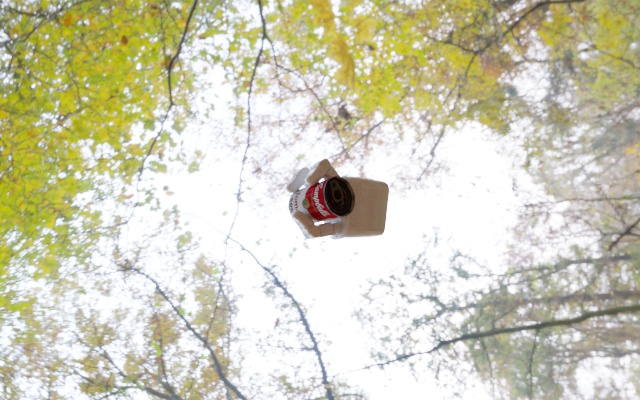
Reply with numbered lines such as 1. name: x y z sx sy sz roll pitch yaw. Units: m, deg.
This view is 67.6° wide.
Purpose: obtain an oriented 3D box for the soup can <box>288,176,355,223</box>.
1. soup can: 0.000 0.003 0.817 0.068 0.068 0.102 0 -11 -40
